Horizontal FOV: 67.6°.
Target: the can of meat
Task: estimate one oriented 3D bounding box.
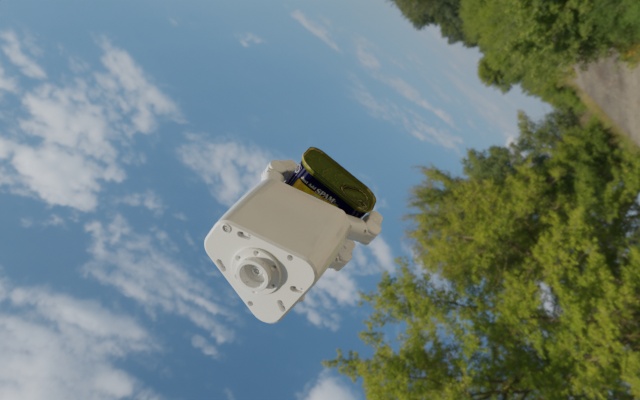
[{"bbox_3d":[0.000,0.002,0.569,0.102,0.084,0.057,38,29,-3],"label":"can of meat"}]
